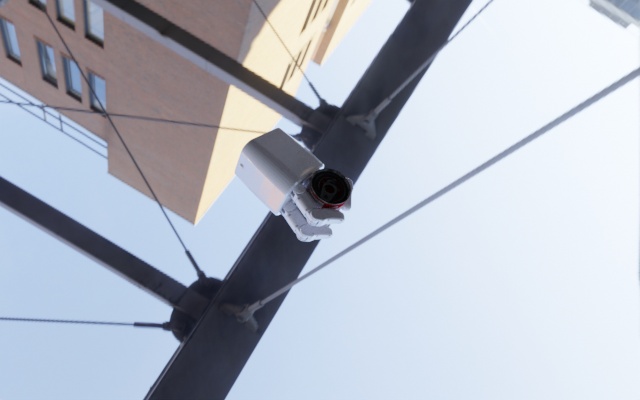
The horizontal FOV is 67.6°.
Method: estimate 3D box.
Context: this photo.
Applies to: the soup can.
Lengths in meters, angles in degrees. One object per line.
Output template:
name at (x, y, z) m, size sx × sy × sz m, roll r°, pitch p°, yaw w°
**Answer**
soup can at (0.000, 0.003, 0.797) m, size 0.068 × 0.068 × 0.102 m, roll 0°, pitch -31°, yaw -23°
